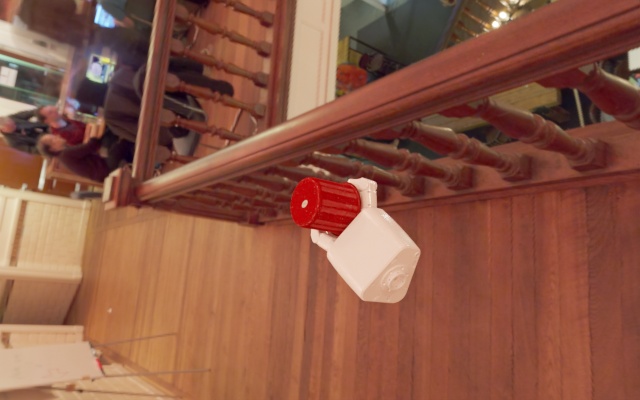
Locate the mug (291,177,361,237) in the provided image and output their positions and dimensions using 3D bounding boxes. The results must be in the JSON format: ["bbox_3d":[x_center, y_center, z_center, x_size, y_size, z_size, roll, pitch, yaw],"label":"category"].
[{"bbox_3d":[-0.001,0.002,0.784,0.081,0.093,0.117,11,23,-36],"label":"mug"}]
